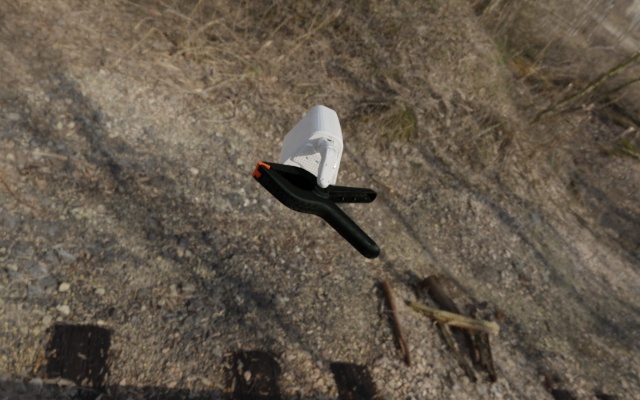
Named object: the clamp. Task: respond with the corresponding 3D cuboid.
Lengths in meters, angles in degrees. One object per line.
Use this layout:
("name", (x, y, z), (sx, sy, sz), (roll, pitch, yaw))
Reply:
("clamp", (0.000, 0.001, 0.701), (0.210, 0.036, 0.164), (21, 31, -16))
